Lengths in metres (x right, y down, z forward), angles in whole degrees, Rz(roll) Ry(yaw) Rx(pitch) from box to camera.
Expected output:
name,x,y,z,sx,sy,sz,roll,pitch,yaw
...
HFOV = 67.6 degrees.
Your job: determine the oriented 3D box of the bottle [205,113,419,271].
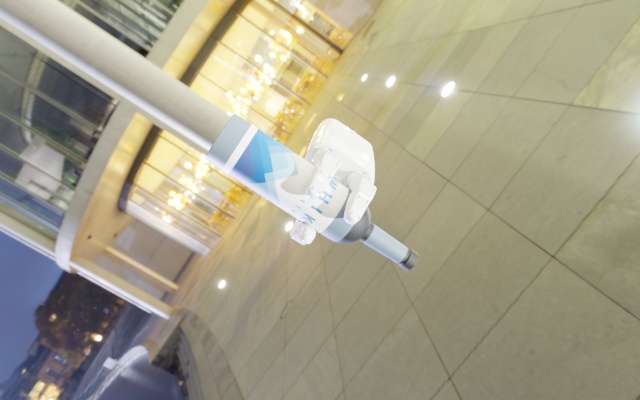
name,x,y,z,sx,sy,sz,roll,pitch,yaw
bottle,0.000,0.002,0.600,0.296,0.069,0.069,33,-7,-11
